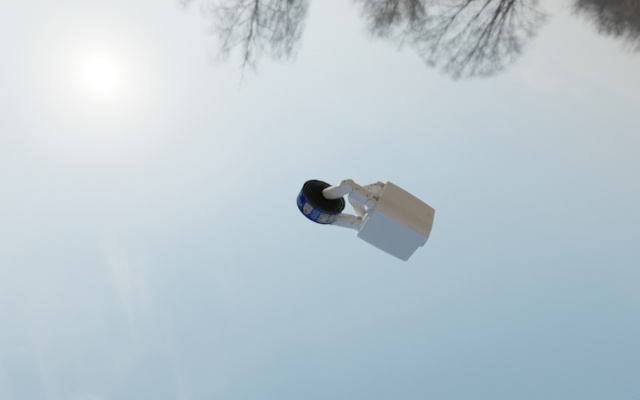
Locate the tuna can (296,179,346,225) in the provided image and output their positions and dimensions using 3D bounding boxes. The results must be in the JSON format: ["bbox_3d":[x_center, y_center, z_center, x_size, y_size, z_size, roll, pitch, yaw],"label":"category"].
[{"bbox_3d":[0.000,0.003,0.862,0.086,0.086,0.034,0,-44,-37],"label":"tuna can"}]
